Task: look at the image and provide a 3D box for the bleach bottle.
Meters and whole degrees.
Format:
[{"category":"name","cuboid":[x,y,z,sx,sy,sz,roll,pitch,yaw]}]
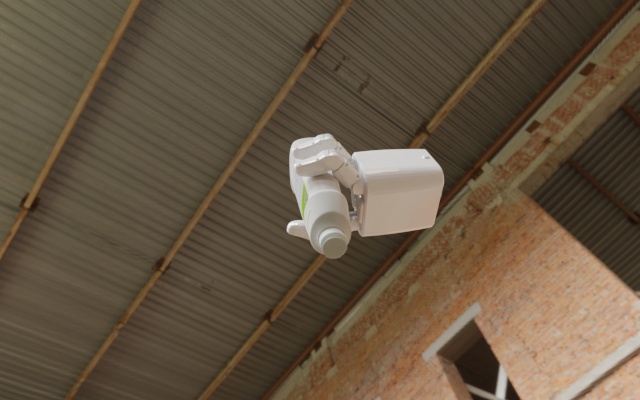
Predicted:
[{"category":"bleach bottle","cuboid":[0.000,0.002,0.645,0.068,0.103,0.250,-5,29,-6]}]
